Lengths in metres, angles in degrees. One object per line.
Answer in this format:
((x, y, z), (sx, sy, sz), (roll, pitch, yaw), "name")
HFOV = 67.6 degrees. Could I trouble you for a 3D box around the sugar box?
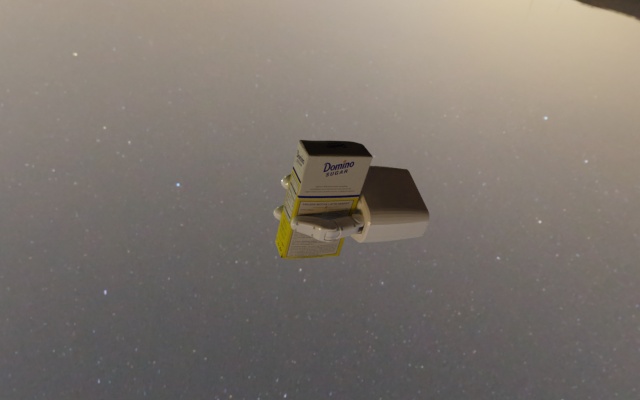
((0.000, 0.002, 0.656), (0.093, 0.176, 0.048), (-1, 36, -24), "sugar box")
